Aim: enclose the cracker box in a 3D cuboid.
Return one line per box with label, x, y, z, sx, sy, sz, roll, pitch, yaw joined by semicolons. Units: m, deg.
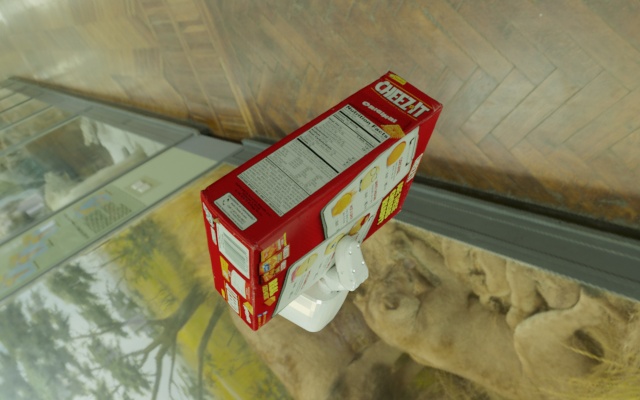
cracker box;0.000;0.002;0.435;0.213;0.072;0.164;-37;-23;-27
